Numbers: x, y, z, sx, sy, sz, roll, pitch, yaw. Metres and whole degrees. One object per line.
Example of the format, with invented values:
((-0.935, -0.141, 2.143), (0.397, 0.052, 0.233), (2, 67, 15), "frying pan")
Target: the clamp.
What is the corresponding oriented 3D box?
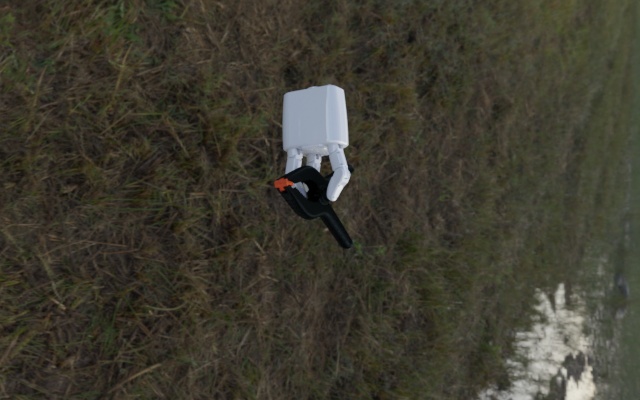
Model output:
((0.000, 0.002, 0.849), (0.036, 0.164, 0.210), (-10, -11, 37), "clamp")
